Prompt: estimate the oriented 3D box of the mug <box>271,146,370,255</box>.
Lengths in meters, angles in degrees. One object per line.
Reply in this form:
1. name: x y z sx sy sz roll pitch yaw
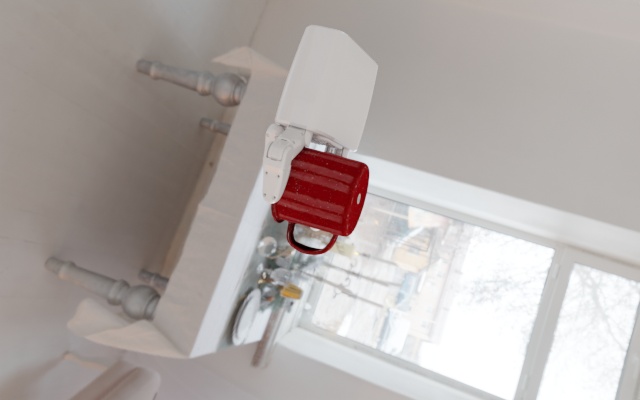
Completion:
1. mug: 0.000 0.003 0.511 0.081 0.117 0.093 16 2 14
